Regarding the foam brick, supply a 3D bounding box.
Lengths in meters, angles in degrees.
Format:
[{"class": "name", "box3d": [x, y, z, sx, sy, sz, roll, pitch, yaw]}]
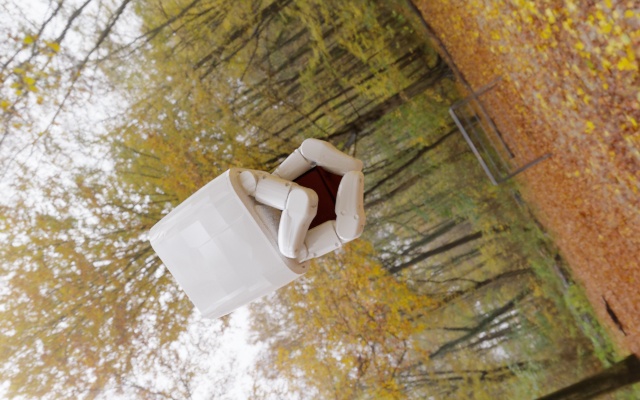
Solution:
[{"class": "foam brick", "box3d": [0.000, 0.002, 0.471, 0.051, 0.053, 0.078, -32, -10, 17]}]
